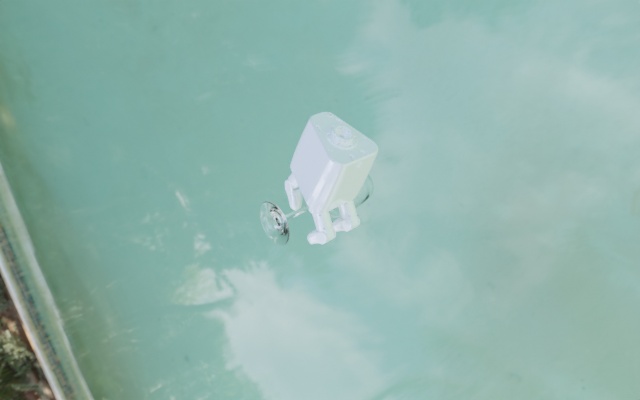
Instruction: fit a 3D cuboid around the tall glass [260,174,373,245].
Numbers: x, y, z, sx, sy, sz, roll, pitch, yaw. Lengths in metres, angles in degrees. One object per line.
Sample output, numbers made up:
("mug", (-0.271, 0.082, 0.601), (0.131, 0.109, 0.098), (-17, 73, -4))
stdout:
("tall glass", (0.000, 0.003, 0.807), (0.201, 0.079, 0.079), (-25, 15, -36))
